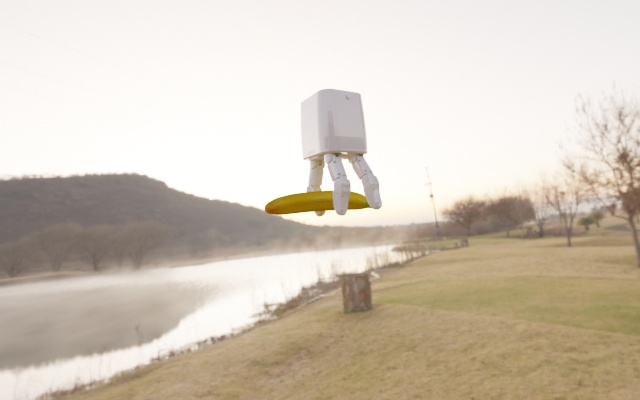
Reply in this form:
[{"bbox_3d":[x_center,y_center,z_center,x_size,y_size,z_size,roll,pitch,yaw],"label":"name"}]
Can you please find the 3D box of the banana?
[{"bbox_3d":[-0.002,0.002,0.808,0.198,0.037,0.069,-3,2,-16],"label":"banana"}]
